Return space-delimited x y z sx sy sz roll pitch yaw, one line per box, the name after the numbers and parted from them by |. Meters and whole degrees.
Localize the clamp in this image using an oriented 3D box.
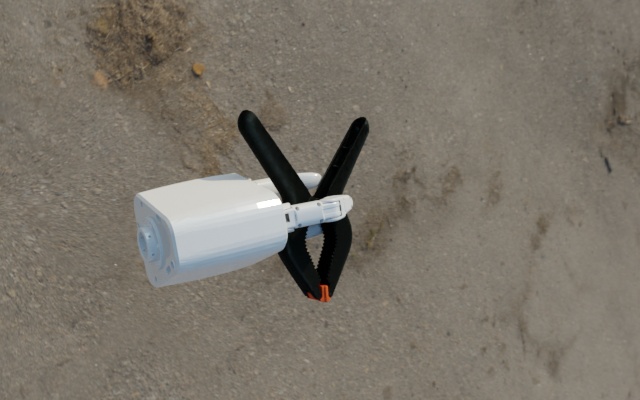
0.000 0.002 0.519 0.164 0.210 0.036 -13 7 -35 | clamp
